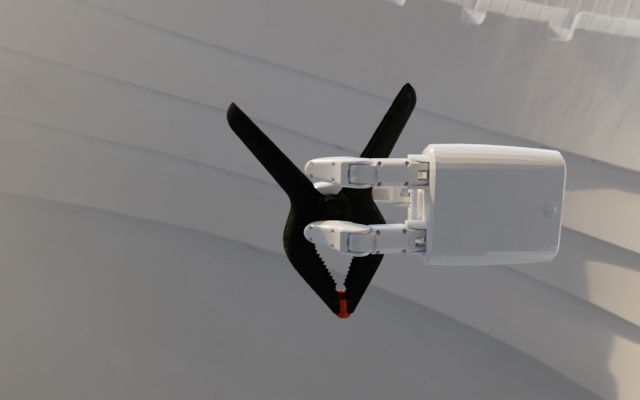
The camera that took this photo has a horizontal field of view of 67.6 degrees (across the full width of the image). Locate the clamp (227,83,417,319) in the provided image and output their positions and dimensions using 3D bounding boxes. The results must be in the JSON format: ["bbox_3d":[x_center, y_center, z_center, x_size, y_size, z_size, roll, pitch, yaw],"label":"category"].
[{"bbox_3d":[0.000,0.002,0.429,0.164,0.210,0.036,1,9,1],"label":"clamp"}]
